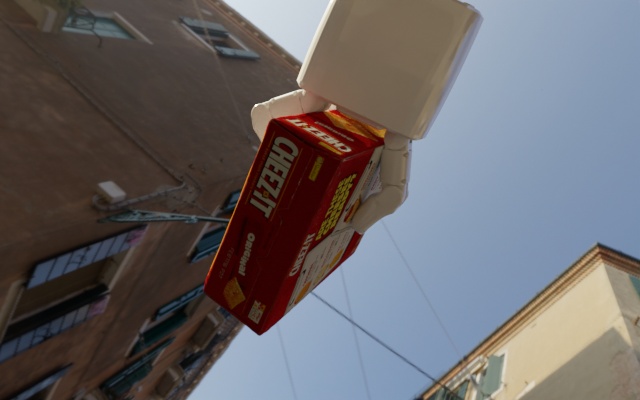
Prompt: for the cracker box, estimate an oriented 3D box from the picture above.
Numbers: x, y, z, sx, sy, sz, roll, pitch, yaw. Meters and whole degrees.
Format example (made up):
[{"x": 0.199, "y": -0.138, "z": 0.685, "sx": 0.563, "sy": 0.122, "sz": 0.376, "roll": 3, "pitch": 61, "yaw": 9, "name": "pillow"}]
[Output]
[{"x": 0.000, "y": 0.002, "z": 0.447, "sx": 0.072, "sy": 0.164, "sz": 0.213, "roll": 31, "pitch": 23, "yaw": 15, "name": "cracker box"}]
